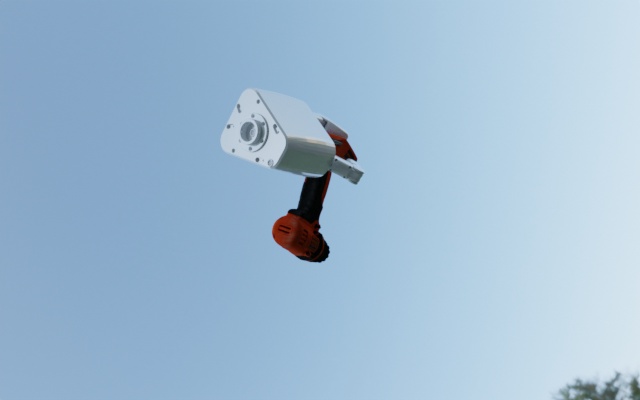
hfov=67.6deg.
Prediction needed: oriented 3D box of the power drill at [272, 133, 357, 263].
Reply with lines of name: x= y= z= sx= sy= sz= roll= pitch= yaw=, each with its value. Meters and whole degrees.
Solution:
power drill: x=0.000 y=0.002 z=0.740 sx=0.057 sy=0.187 sz=0.184 roll=15 pitch=-11 yaw=18
